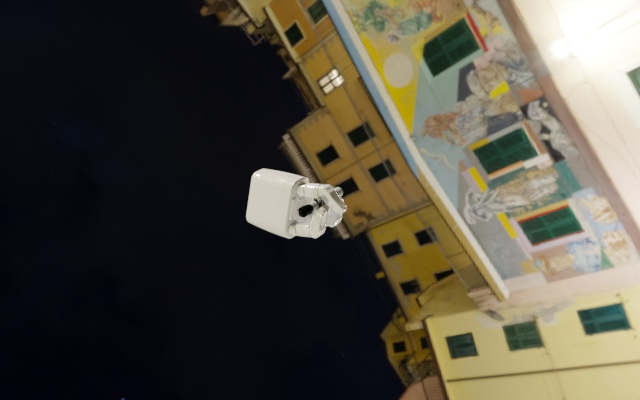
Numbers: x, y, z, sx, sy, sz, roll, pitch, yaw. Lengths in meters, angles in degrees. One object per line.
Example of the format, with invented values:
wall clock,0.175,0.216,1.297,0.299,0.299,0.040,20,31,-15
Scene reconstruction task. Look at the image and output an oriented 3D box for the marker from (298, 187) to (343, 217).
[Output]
marker,0.000,0.003,0.855,0.020,0.020,0.121,0,19,38
